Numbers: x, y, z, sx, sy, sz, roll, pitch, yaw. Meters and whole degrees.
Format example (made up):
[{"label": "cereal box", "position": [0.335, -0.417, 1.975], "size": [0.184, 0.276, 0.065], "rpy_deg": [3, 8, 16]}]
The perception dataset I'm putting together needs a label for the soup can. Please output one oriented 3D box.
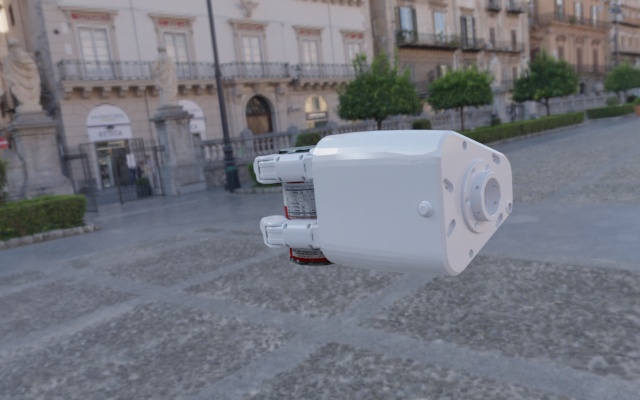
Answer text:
[{"label": "soup can", "position": [0.000, 0.001, 0.435], "size": [0.068, 0.102, 0.068], "rpy_deg": [-6, 8, 1]}]
